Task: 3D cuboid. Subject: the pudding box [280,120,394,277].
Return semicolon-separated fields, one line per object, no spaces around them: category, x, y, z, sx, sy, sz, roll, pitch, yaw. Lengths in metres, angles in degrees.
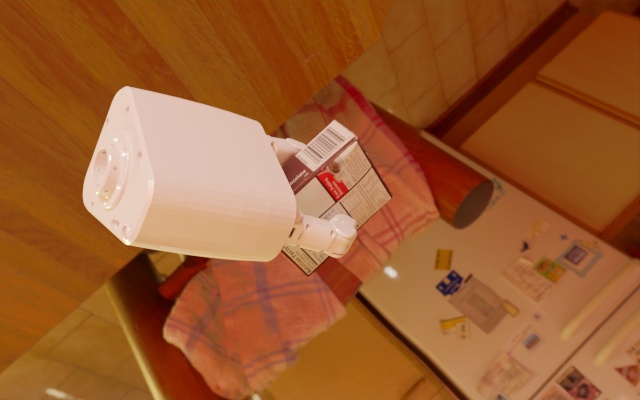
pudding box;0.000;0.001;0.417;0.039;0.113;0.090;46;-4;44
